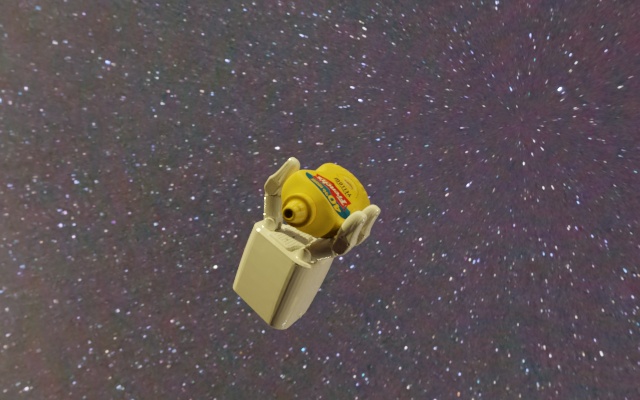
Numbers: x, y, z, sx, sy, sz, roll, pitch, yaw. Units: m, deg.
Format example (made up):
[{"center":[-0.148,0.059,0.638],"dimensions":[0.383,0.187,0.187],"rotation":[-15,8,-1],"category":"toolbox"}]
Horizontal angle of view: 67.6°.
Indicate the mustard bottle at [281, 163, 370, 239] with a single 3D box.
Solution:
[{"center":[0.000,0.002,0.623],"dimensions":[0.058,0.096,0.191],"rotation":[-41,-8,23],"category":"mustard bottle"}]
